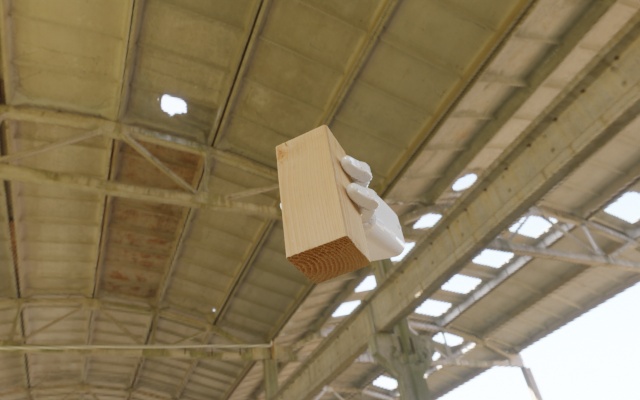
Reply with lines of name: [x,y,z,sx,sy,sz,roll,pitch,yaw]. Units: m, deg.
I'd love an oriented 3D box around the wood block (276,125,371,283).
wood block: [0.000,0.003,0.703,0.091,0.206,0.090,-23,-40,16]
